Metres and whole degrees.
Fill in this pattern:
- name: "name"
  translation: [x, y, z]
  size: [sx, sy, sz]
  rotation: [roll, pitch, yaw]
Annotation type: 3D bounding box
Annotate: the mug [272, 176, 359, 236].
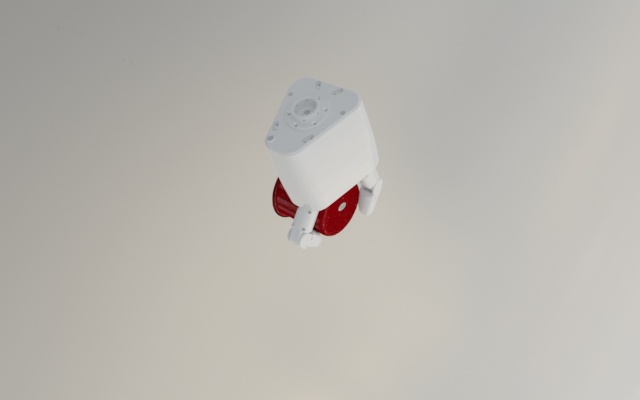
- name: "mug"
  translation: [0.001, 0.003, 0.641]
  size: [0.081, 0.093, 0.117]
  rotation: [27, -21, 30]
